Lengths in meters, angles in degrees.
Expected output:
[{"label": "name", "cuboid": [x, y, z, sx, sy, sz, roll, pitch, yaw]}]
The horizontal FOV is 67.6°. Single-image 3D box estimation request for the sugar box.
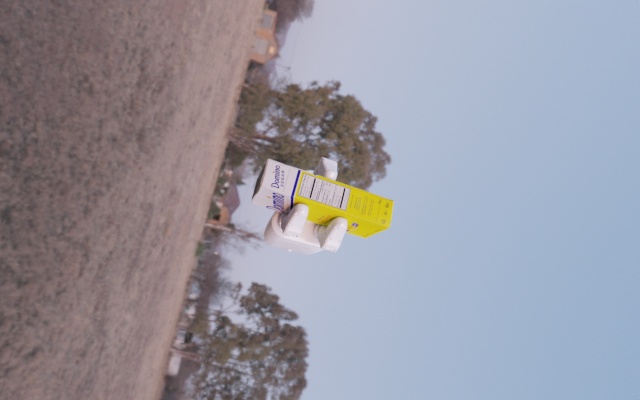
[{"label": "sugar box", "cuboid": [0.000, 0.003, 0.641, 0.176, 0.048, 0.093, 15, -18, -12]}]
